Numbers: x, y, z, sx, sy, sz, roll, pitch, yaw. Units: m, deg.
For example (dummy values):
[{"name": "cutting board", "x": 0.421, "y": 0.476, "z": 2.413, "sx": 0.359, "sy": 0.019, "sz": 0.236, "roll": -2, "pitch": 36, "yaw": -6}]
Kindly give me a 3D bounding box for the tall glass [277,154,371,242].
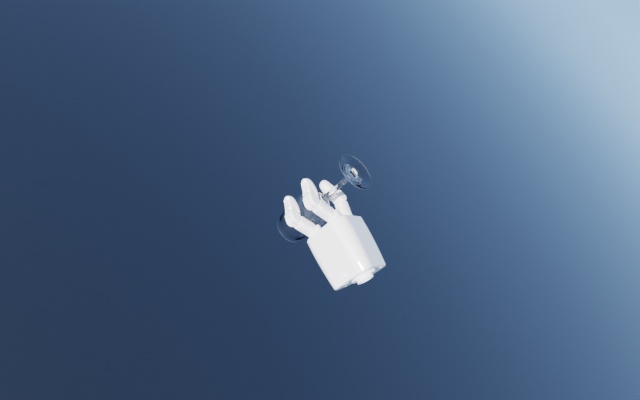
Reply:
[{"name": "tall glass", "x": 0.001, "y": 0.002, "z": 0.893, "sx": 0.079, "sy": 0.079, "sz": 0.201, "roll": 0, "pitch": -32, "yaw": -47}]
